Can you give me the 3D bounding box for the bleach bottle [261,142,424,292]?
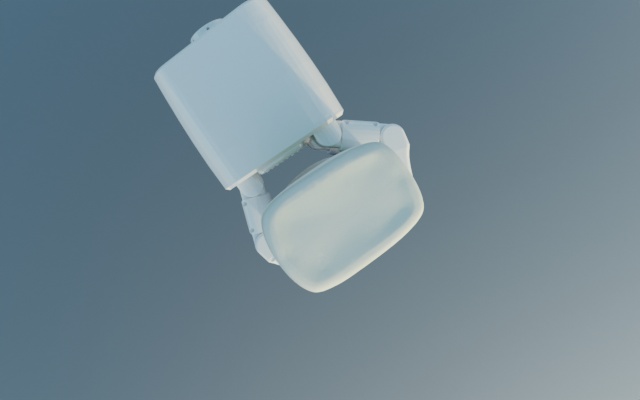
[{"bbox_3d":[0.000,0.001,0.410,0.102,0.068,0.251,-34,7,-5],"label":"bleach bottle"}]
